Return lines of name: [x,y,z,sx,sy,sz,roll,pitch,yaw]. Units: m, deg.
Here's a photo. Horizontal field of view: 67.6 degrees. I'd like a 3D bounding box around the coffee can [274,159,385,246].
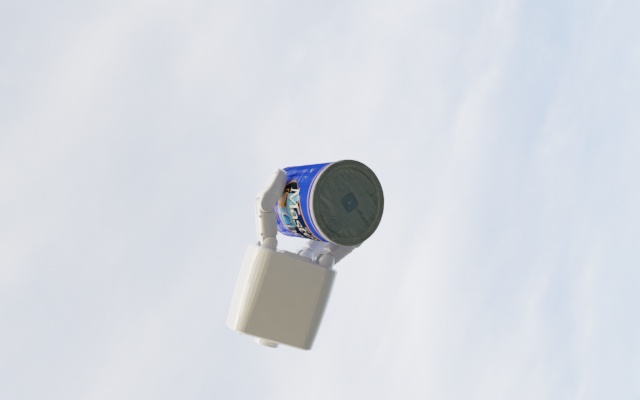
coffee can: [0.000,0.002,0.621,0.103,0.103,0.140,0,1,-30]
